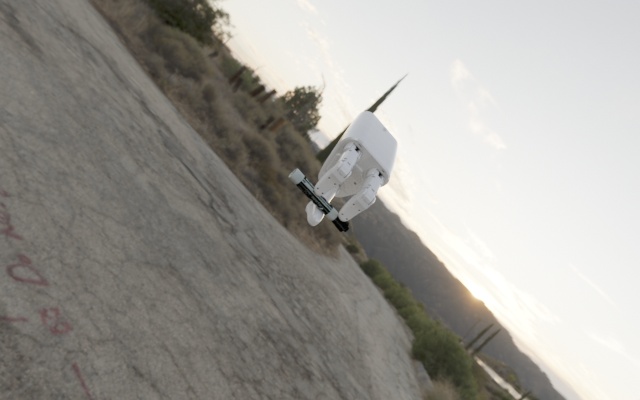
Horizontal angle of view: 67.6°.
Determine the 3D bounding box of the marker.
[{"bbox_3d":[0.000,0.002,0.705,0.121,0.020,0.020,47,-16,-16],"label":"marker"}]
